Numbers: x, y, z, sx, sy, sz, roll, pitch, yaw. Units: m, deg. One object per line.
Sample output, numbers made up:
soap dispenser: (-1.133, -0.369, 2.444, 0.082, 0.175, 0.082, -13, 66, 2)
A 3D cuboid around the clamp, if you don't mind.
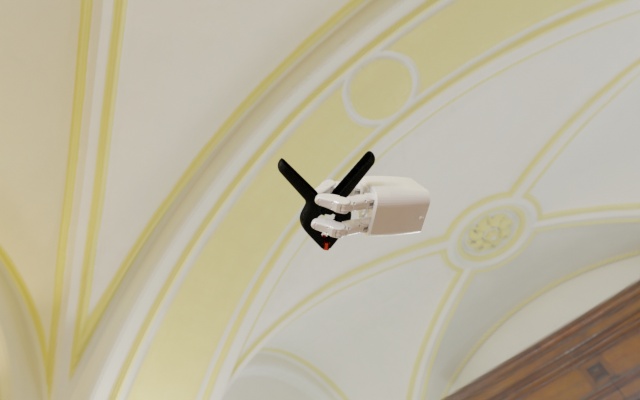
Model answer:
clamp: (0.000, 0.003, 0.850, 0.164, 0.210, 0.036, 1, 37, -11)
